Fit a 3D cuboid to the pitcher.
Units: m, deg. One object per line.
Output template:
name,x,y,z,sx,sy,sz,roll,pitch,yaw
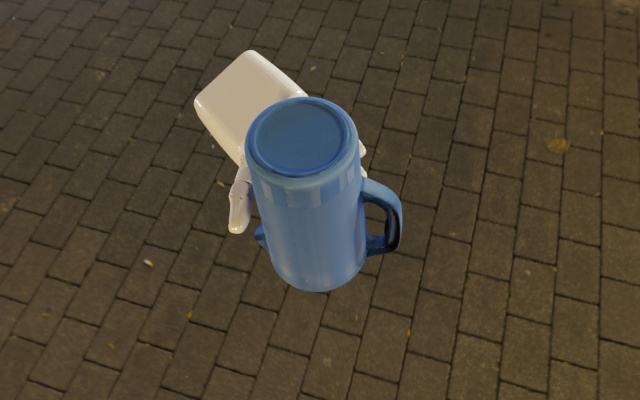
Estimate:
pitcher,0.000,0.002,0.540,0.149,0.145,0.243,-34,-27,-14
